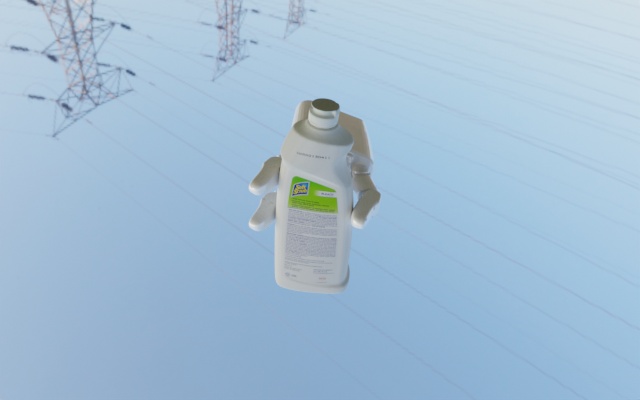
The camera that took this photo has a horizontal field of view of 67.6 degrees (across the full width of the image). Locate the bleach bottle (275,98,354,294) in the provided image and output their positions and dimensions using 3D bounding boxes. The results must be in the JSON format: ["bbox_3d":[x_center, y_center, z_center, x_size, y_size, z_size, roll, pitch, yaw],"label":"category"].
[{"bbox_3d":[0.000,0.002,0.558,0.102,0.251,0.068,5,39,-3],"label":"bleach bottle"}]
